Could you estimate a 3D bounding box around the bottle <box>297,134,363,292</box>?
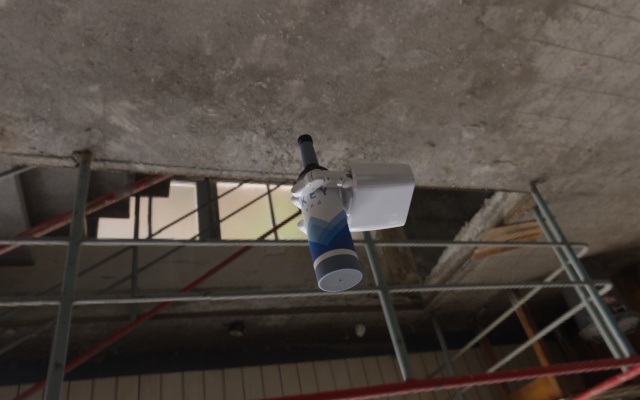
[{"bbox_3d":[0.000,0.003,0.781,0.069,0.295,0.069,-9,-37,-7],"label":"bottle"}]
